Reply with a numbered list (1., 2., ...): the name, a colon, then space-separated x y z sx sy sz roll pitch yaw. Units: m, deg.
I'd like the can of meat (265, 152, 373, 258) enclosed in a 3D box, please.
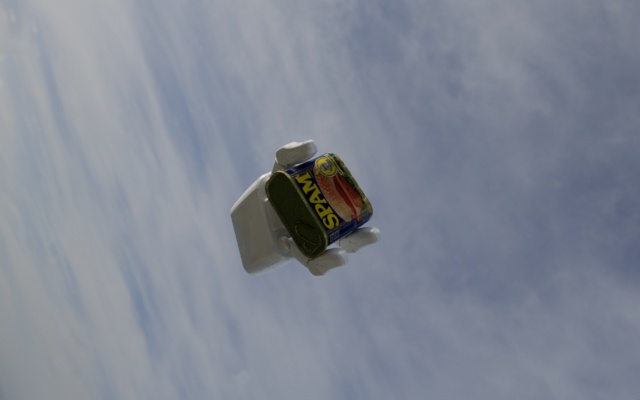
1. can of meat: 0.000 0.002 0.551 0.084 0.102 0.057 -27 -8 -38
